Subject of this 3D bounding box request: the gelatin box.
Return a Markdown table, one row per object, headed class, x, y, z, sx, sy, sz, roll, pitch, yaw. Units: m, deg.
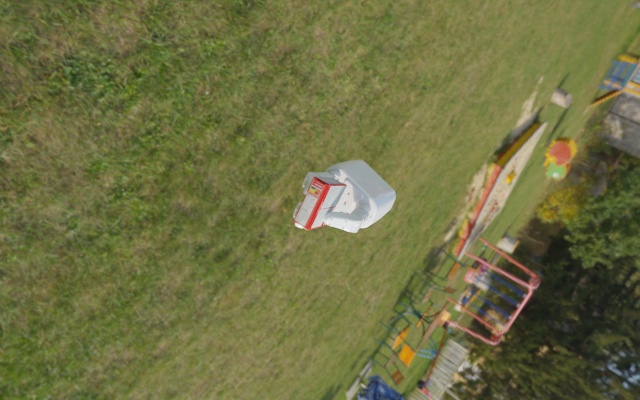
| class | x | y | z | sx | sy | sz | roll | pitch | yaw |
| --- | --- | --- | --- | --- | --- | --- | --- | --- | --- |
| gelatin box | 0.000 | 0.003 | 0.710 | 0.030 | 0.073 | 0.089 | 29 | 11 | 15 |
